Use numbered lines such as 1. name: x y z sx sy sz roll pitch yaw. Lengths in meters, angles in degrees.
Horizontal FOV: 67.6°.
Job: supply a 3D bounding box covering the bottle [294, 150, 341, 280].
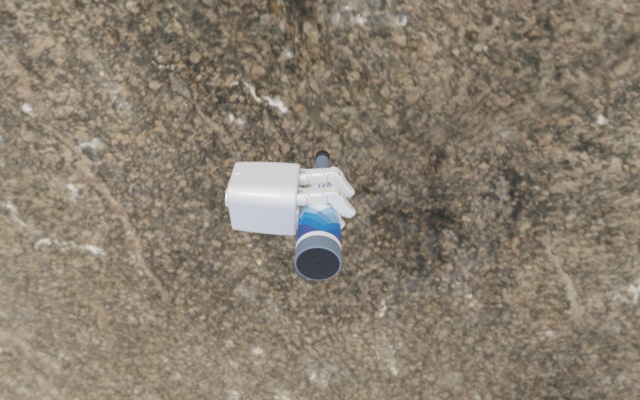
1. bottle: 0.000 0.003 0.790 0.069 0.069 0.295 0 36 2
